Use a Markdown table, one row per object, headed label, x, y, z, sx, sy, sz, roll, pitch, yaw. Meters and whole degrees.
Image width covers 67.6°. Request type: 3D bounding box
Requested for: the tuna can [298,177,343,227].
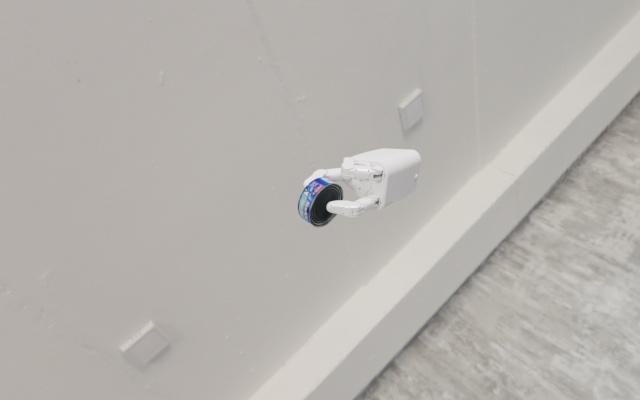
| label | x | y | z | sx | sy | sz | roll | pitch | yaw |
| --- | --- | --- | --- | --- | --- | --- | --- | --- | --- |
| tuna can | 0.000 | 0.003 | 0.851 | 0.033 | 0.086 | 0.086 | 30 | 18 | 35 |
